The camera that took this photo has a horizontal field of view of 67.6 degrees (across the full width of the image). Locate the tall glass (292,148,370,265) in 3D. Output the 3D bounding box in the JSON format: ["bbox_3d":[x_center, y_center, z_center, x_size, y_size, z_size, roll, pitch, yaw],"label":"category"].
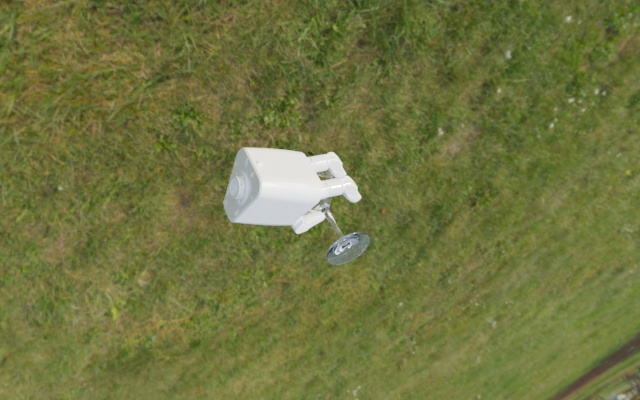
[{"bbox_3d":[0.000,0.003,0.772,0.079,0.201,0.079,-20,-36,-15],"label":"tall glass"}]
